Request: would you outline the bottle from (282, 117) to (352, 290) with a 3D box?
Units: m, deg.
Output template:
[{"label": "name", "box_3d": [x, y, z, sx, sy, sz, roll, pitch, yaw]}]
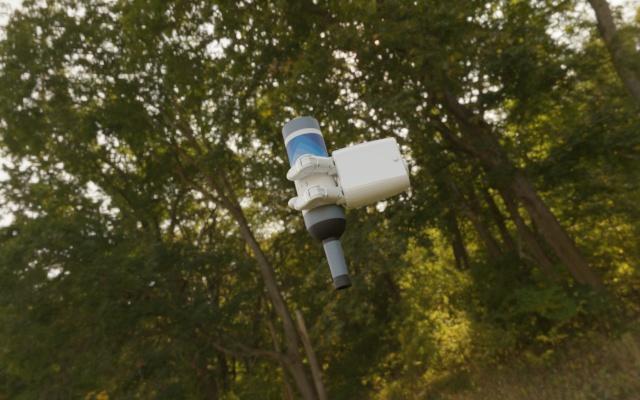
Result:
[{"label": "bottle", "box_3d": [0.000, 0.002, 0.791, 0.069, 0.295, 0.069, -13, -21, -5]}]
